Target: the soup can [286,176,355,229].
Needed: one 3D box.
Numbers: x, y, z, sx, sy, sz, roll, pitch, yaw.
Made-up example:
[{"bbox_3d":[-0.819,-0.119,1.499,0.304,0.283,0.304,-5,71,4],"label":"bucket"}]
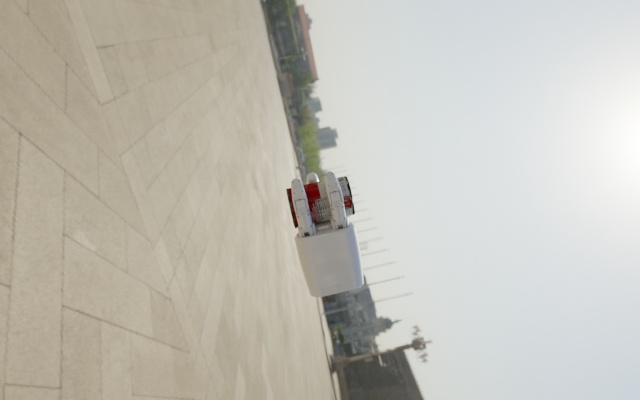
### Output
[{"bbox_3d":[0.000,0.002,0.788,0.102,0.068,0.068,-12,0,-1],"label":"soup can"}]
